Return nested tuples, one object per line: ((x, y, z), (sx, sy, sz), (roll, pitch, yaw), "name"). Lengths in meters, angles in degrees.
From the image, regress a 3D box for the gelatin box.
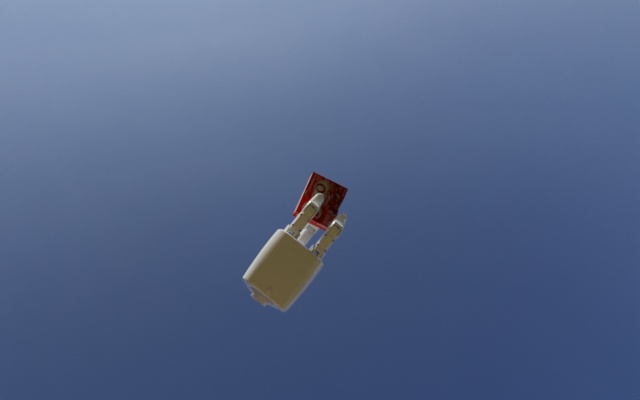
((0.000, 0.003, 0.875), (0.073, 0.089, 0.030), (26, -22, -5), "gelatin box")
